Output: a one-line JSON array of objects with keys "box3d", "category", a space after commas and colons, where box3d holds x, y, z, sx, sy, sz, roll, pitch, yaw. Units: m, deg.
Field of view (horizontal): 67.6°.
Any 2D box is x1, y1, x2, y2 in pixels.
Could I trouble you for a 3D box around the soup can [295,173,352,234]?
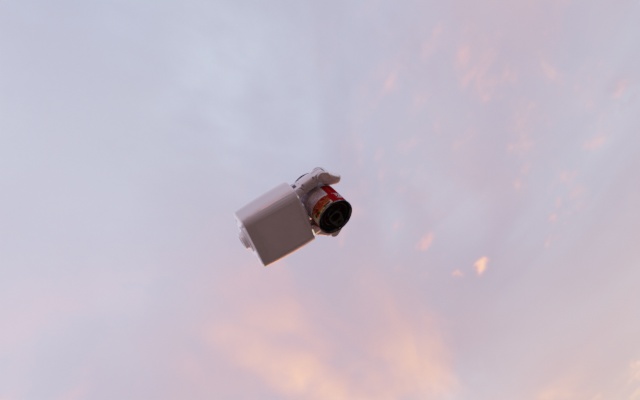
[{"box3d": [0.000, 0.002, 0.849, 0.068, 0.068, 0.102, 0, 31, -38], "category": "soup can"}]
